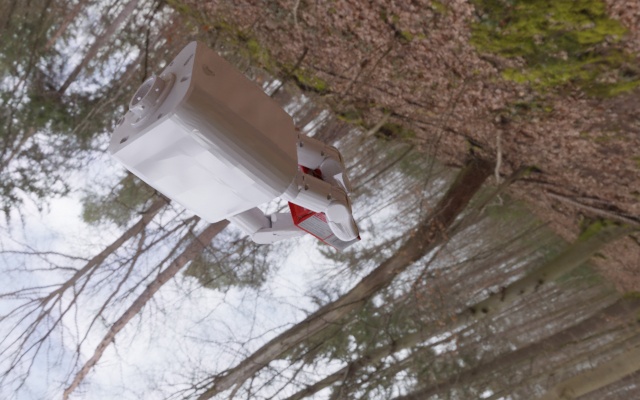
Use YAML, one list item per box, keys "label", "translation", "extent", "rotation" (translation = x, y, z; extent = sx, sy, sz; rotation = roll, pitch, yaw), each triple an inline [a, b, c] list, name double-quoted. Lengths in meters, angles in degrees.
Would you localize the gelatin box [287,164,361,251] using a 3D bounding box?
- label: "gelatin box"
  translation: [0.000, 0.002, 0.473]
  extent: [0.030, 0.073, 0.089]
  rotation: [-30, -36, 19]
